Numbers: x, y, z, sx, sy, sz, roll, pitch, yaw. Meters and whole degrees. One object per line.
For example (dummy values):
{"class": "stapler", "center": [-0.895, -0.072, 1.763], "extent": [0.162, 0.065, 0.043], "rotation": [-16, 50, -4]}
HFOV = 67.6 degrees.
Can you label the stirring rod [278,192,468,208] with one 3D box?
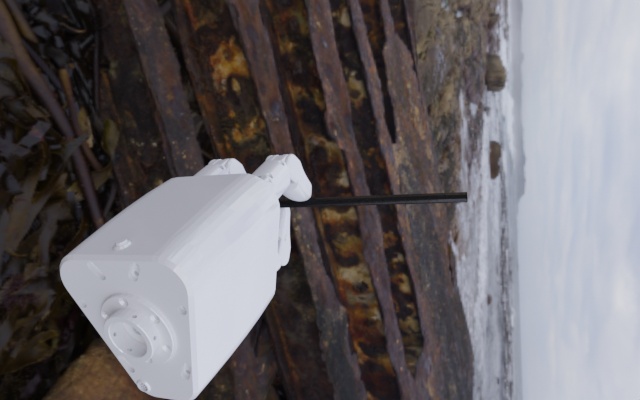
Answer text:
{"class": "stirring rod", "center": [0.000, 0.001, 0.408], "extent": [0.239, 0.011, 0.011], "rotation": [-2, -1, 22]}
